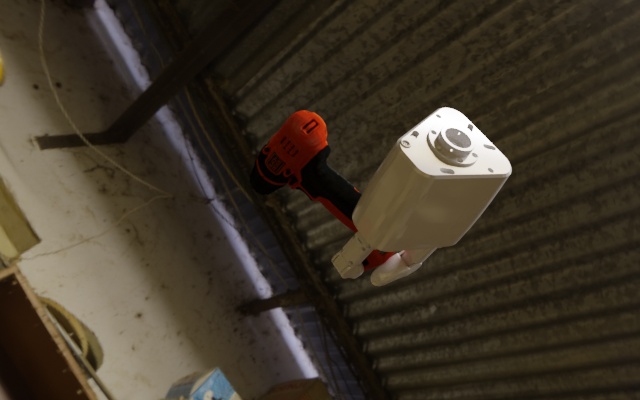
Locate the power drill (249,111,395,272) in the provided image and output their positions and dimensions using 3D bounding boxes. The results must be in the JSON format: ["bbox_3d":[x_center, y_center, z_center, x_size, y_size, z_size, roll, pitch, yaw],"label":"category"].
[{"bbox_3d":[0.001,0.002,0.561,0.057,0.187,0.184,-46,4,-27],"label":"power drill"}]
